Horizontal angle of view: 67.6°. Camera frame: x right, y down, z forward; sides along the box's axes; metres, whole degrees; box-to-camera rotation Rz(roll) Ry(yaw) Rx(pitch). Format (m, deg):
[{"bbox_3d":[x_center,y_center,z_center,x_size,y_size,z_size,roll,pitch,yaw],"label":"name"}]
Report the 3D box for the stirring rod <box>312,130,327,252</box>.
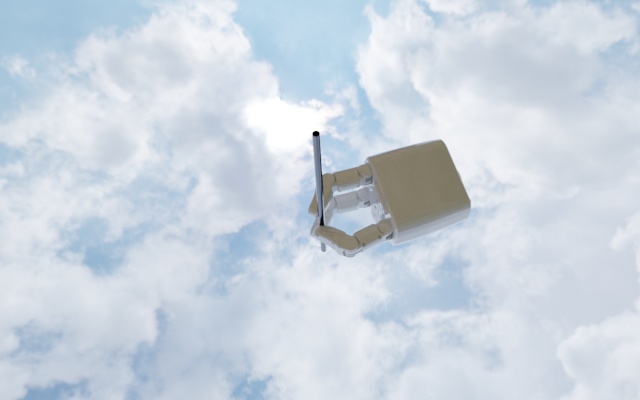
[{"bbox_3d":[0.000,0.002,0.555,0.011,0.011,0.240,0,-33,3],"label":"stirring rod"}]
